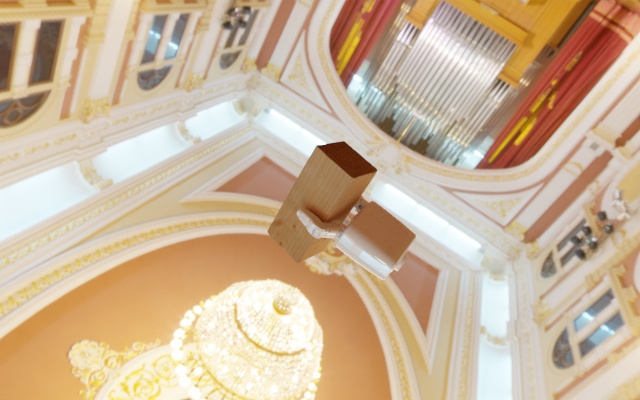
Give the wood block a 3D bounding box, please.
[{"bbox_3d":[0.000,0.003,0.866,0.090,0.206,0.091,43,32,19],"label":"wood block"}]
